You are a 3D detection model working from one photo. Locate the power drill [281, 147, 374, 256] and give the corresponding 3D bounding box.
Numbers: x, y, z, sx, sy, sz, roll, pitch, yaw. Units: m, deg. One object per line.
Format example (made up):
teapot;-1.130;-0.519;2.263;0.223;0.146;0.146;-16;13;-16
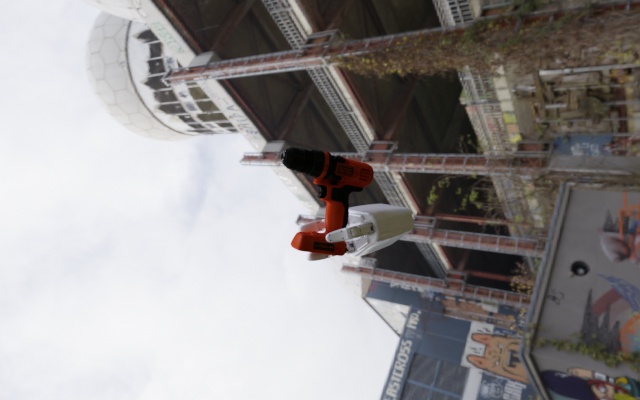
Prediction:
power drill;0.000;0.003;0.889;0.184;0.187;0.057;11;5;-21
